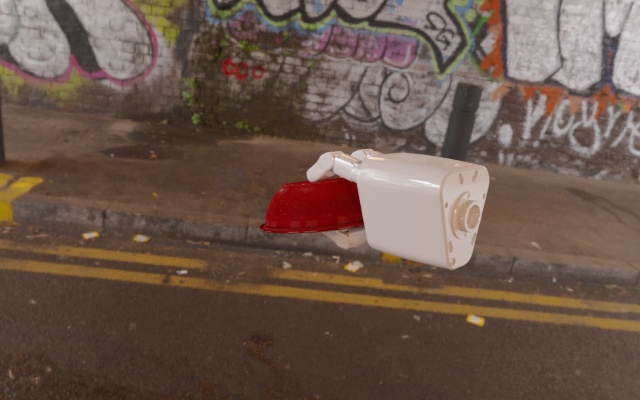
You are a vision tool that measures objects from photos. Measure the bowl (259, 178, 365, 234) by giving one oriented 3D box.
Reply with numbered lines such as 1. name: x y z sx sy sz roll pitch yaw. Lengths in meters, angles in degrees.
1. bowl: -0.001 0.002 0.612 0.162 0.055 0.162 -6 5 0
